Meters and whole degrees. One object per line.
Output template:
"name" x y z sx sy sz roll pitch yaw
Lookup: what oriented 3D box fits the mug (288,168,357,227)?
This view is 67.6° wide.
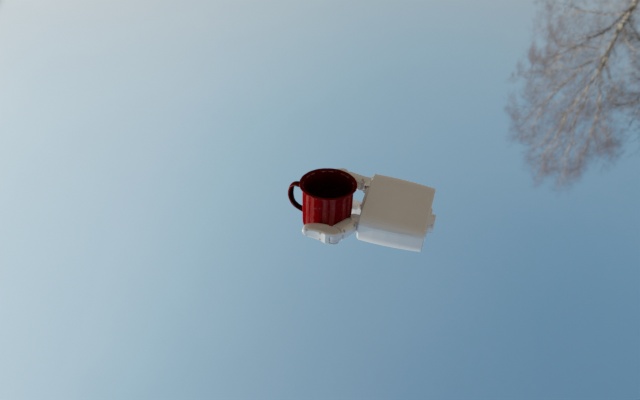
"mug" -0.001 0.002 0.785 0.117 0.082 0.093 13 37 16
